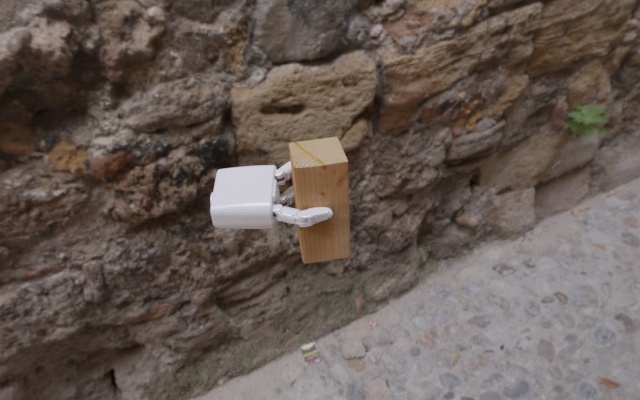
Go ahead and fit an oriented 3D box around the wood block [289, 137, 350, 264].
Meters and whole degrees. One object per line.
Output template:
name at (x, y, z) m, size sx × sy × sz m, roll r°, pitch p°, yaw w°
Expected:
wood block at (0.000, 0.003, 0.856) m, size 0.090 × 0.206 × 0.090 m, roll -8°, pitch 35°, yaw -5°
